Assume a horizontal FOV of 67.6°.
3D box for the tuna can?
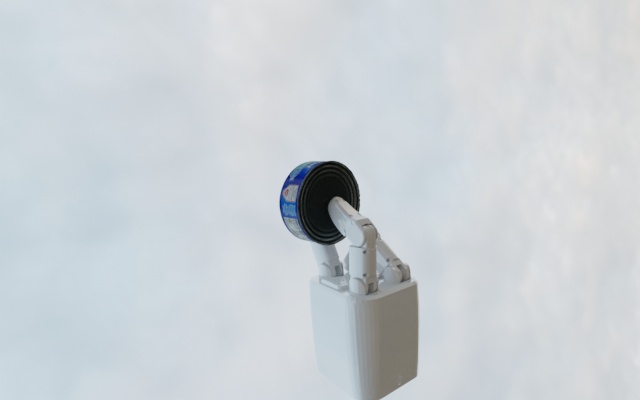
[{"bbox_3d":[0.000,0.002,0.493,0.086,0.086,0.034,0,4,-42],"label":"tuna can"}]
